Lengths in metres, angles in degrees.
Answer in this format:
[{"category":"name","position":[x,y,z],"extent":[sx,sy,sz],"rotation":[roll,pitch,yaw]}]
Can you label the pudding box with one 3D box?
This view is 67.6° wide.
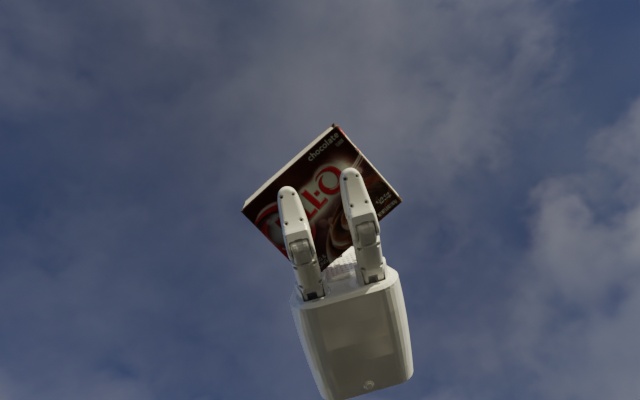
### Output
[{"category":"pudding box","position":[0.000,0.001,0.426],"extent":[0.113,0.090,0.039],"rotation":[-42,14,4]}]
